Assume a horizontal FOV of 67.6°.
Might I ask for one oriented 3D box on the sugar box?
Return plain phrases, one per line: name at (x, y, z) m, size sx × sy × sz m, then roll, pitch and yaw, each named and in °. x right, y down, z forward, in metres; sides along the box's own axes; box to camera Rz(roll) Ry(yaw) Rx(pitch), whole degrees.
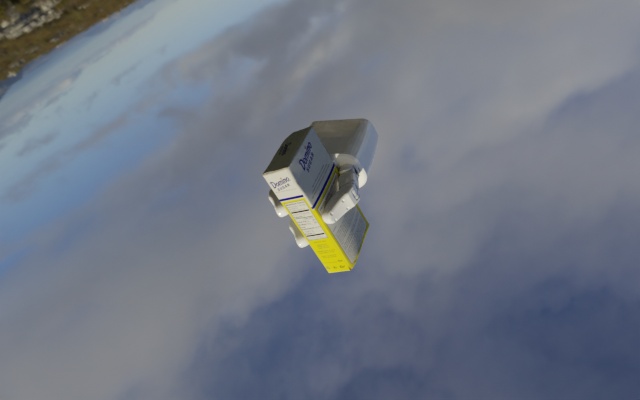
sugar box at (0.000, 0.002, 0.626) m, size 0.048 × 0.176 × 0.093 m, roll -14°, pitch 33°, yaw 33°
